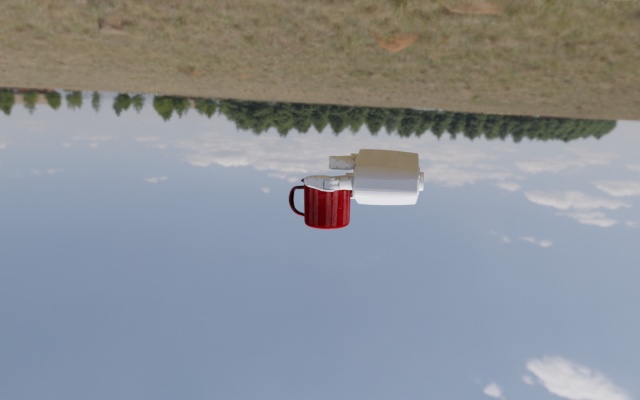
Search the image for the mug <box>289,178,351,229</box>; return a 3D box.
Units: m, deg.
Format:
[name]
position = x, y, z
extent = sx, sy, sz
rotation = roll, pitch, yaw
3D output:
[mug]
position = -0.001, 0.003, 0.846
extent = 0.117, 0.081, 0.093
rotation = 2, 11, 11
